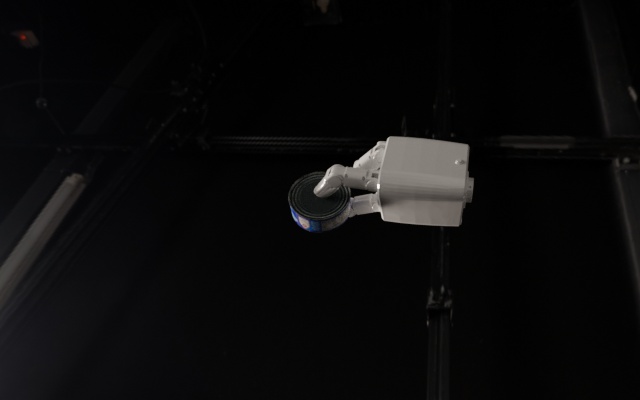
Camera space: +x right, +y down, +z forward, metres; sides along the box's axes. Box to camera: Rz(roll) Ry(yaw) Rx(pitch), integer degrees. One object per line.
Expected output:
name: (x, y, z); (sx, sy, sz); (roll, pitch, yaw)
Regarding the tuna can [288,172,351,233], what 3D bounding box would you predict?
tuna can: (0.000, 0.003, 0.666); (0.086, 0.086, 0.034); (0, -39, 7)
